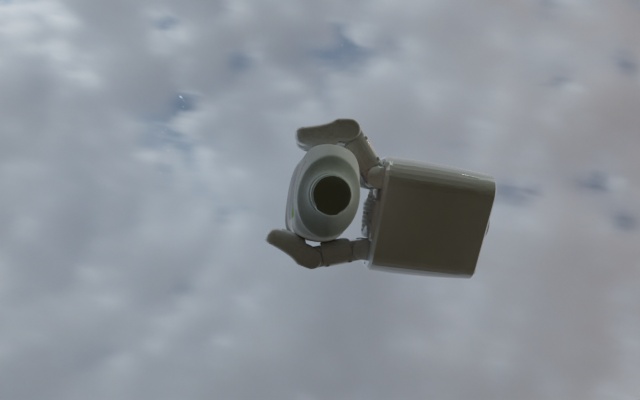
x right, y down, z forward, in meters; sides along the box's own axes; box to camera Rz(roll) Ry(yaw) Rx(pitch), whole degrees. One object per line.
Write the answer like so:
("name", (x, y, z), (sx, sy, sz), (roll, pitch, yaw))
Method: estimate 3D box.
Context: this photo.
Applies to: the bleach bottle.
("bleach bottle", (0.000, 0.001, 0.466), (0.068, 0.102, 0.251), (7, 1, -3))
